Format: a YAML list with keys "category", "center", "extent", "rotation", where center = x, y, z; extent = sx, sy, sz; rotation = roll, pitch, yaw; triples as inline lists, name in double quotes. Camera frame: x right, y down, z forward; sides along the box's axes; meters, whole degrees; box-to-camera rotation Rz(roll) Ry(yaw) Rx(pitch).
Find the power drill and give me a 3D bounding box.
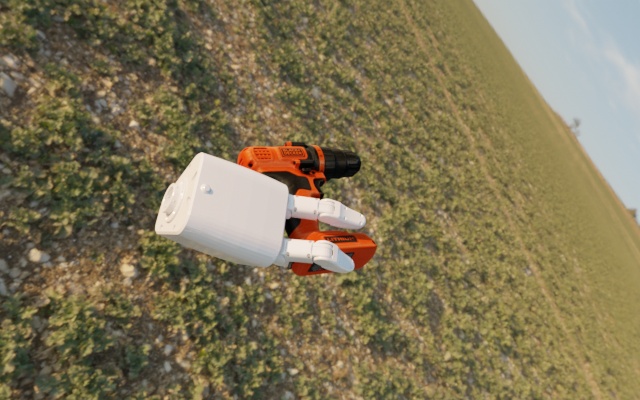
- category: "power drill"
  center: [0.000, 0.002, 0.619]
  extent: [0.184, 0.187, 0.057]
  rotation: [-4, -40, -29]
